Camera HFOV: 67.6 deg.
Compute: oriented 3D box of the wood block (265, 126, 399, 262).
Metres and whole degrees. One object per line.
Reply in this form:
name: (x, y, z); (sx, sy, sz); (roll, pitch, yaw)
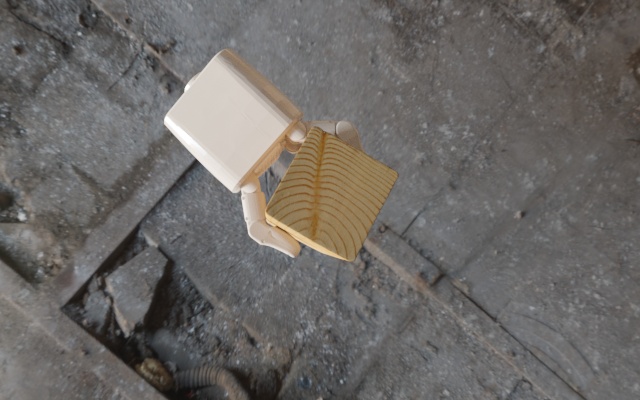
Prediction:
wood block: (0.000, 0.002, 0.511); (0.090, 0.091, 0.206); (29, -7, -3)
